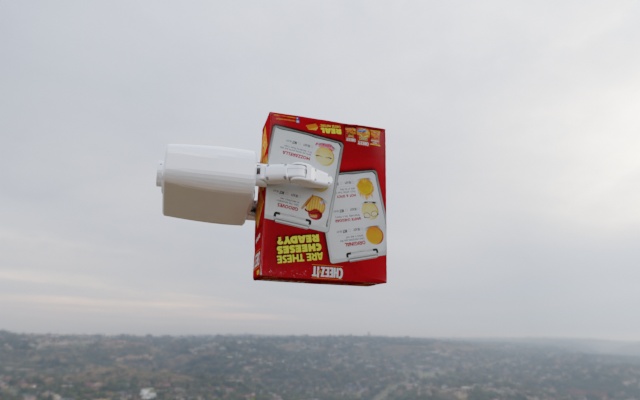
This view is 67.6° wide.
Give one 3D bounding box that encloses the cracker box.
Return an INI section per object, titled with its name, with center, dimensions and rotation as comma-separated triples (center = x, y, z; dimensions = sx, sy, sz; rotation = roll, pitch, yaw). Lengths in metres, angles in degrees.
[cracker box]
center = 0.000, 0.002, 0.634
dimensions = 0.164, 0.213, 0.072
rotation = 6, -16, -15
